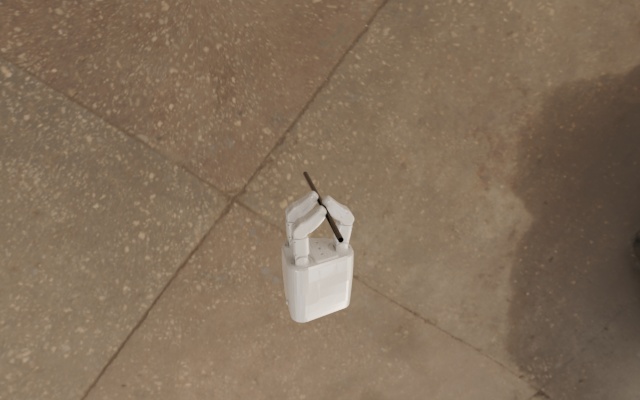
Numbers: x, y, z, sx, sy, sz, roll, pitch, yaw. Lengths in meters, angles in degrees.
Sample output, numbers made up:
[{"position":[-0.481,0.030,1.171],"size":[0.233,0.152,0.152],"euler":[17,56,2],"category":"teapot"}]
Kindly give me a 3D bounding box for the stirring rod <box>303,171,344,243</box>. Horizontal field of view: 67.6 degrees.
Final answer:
[{"position":[0.000,0.002,0.740],"size":[0.011,0.011,0.239],"euler":[0,25,-14],"category":"stirring rod"}]
